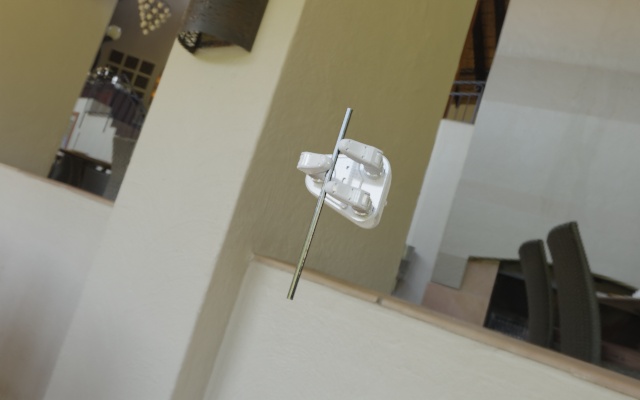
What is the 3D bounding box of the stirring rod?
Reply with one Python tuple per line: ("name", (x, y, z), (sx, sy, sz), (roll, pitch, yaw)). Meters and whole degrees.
("stirring rod", (0.000, 0.002, 0.573), (0.011, 0.239, 0.011), (17, -7, 2))
